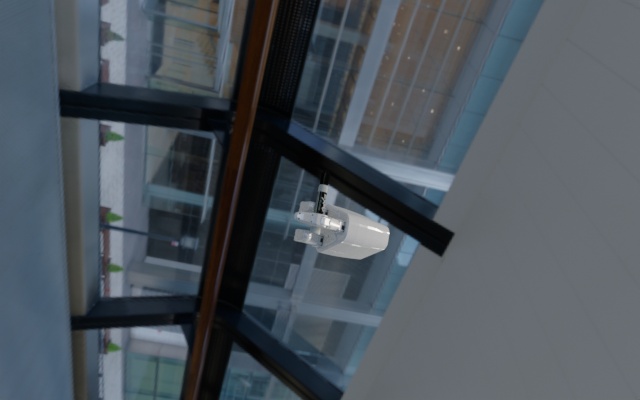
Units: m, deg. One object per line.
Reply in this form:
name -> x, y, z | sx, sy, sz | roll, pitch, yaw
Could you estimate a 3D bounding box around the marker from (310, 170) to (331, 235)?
marker -> 0.000, 0.003, 0.887 | 0.020, 0.121, 0.020 | 10, -9, 2
